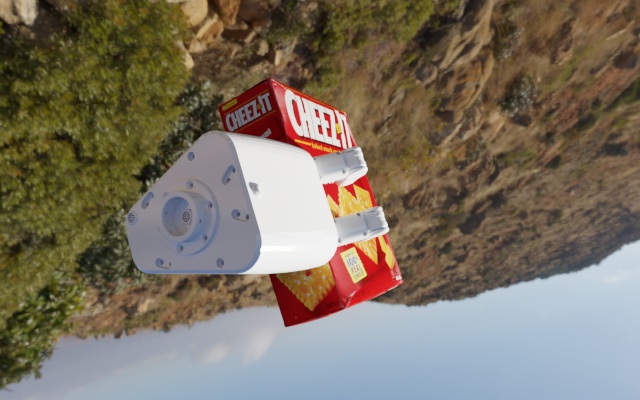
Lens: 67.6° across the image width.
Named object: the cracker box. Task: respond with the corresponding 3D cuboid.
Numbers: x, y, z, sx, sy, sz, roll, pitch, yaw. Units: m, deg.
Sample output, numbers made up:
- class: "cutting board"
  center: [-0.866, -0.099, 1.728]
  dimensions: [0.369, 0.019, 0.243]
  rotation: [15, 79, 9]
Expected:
- class: "cracker box"
  center: [0.000, 0.002, 0.483]
  dimensions: [0.072, 0.213, 0.164]
  rotation: [-23, -12, 25]
